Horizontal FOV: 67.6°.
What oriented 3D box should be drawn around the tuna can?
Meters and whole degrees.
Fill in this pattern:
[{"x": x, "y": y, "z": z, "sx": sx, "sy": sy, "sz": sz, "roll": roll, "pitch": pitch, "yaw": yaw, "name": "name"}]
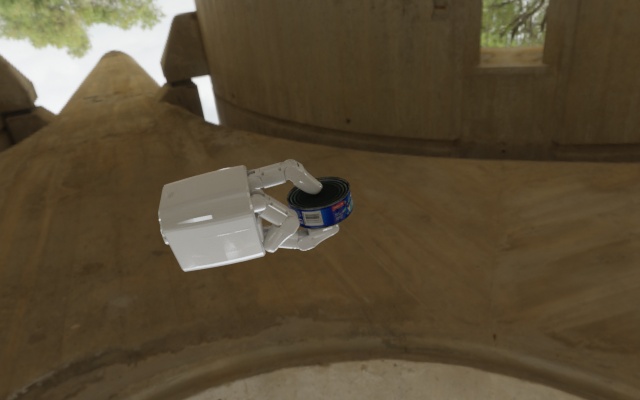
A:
[{"x": 0.000, "y": 0.003, "z": 0.639, "sx": 0.086, "sy": 0.034, "sz": 0.086, "roll": -10, "pitch": 28, "yaw": 5, "name": "tuna can"}]
